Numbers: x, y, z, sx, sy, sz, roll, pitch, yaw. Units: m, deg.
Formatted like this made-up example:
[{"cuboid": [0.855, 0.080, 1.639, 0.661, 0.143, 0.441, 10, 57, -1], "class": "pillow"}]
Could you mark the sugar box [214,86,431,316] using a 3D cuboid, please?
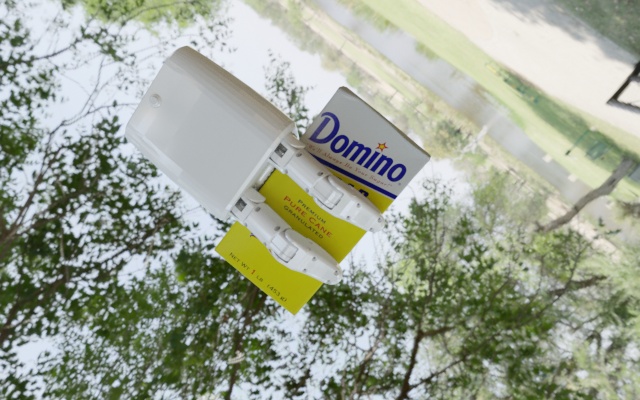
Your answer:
[{"cuboid": [0.000, 0.001, 0.403, 0.093, 0.176, 0.048, 38, 15, 0], "class": "sugar box"}]
